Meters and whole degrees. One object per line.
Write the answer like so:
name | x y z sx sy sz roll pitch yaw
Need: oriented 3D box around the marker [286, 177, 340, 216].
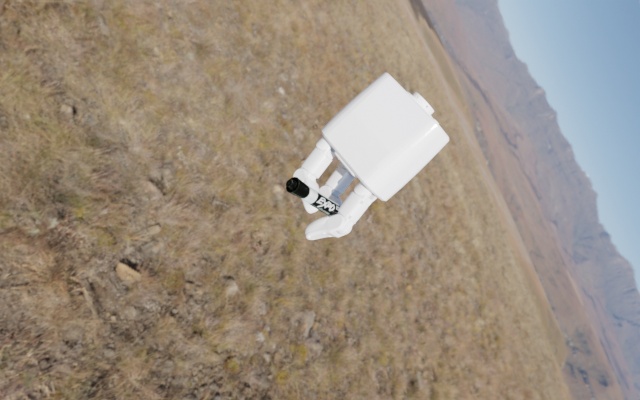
marker | 0.000 0.002 0.553 0.020 0.020 0.121 0 -20 36
